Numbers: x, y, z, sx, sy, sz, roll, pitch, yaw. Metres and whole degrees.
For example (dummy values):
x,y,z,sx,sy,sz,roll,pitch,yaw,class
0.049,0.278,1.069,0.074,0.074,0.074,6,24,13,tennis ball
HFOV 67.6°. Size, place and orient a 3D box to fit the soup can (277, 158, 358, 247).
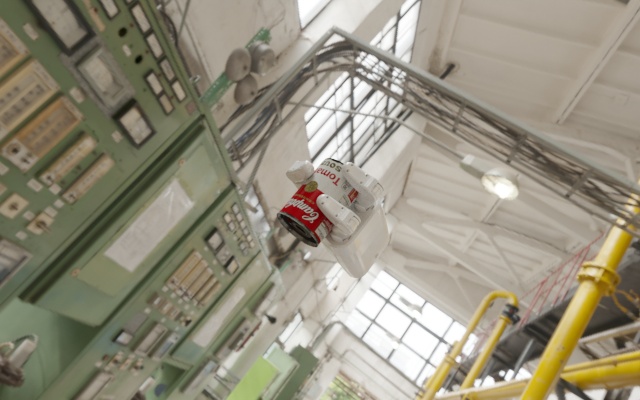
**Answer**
x,y,z,sx,sy,sz,roll,pitch,yaw,class
0.000,0.002,0.632,0.068,0.102,0.068,35,-19,14,soup can
